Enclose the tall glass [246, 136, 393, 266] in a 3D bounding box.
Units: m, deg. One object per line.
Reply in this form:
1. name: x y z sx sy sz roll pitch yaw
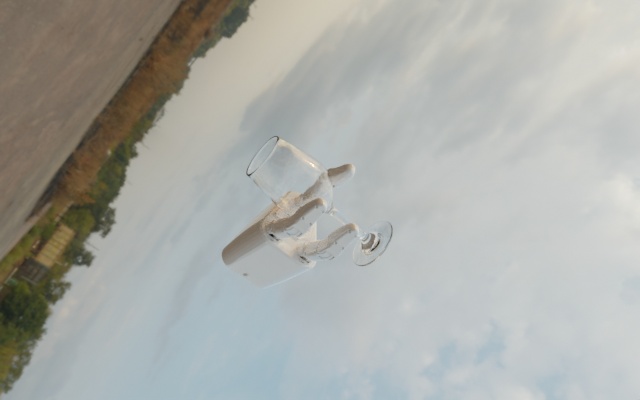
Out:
1. tall glass: 0.001 0.002 0.624 0.201 0.079 0.079 39 -17 -22
